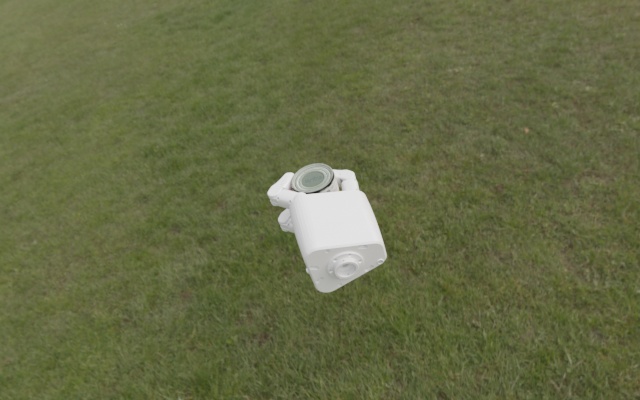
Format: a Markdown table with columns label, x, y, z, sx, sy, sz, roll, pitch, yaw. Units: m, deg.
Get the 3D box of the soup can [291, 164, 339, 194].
| label | x | y | z | sx | sy | sz | roll | pitch | yaw |
| --- | --- | --- | --- | --- | --- | --- | --- | --- | --- |
| soup can | 0.000 | 0.002 | 0.736 | 0.068 | 0.102 | 0.068 | -11 | 42 | 10 |
